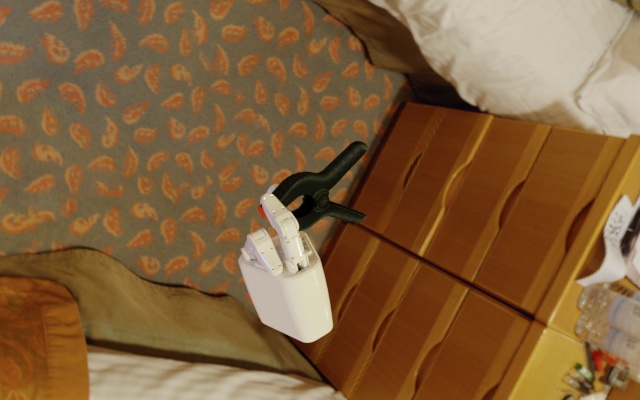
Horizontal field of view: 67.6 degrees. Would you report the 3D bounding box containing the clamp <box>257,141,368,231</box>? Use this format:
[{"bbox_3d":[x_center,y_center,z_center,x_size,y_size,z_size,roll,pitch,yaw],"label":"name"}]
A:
[{"bbox_3d":[0.000,0.002,0.635,0.171,0.120,0.039,-26,28,-25],"label":"clamp"}]
